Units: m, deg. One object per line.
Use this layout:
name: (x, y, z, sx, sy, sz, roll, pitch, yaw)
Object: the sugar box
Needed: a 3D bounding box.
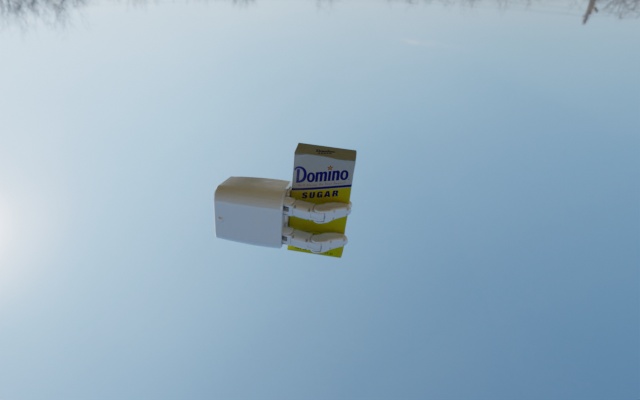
sugar box: (0.000, 0.003, 0.748, 0.093, 0.176, 0.048, 7, 32, 4)
